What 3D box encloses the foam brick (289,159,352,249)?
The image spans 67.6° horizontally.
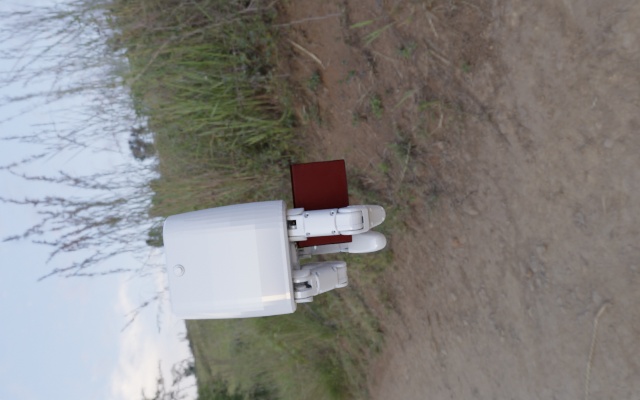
[{"bbox_3d":[0.000,0.001,0.450,0.051,0.078,0.053,-5,3,0],"label":"foam brick"}]
